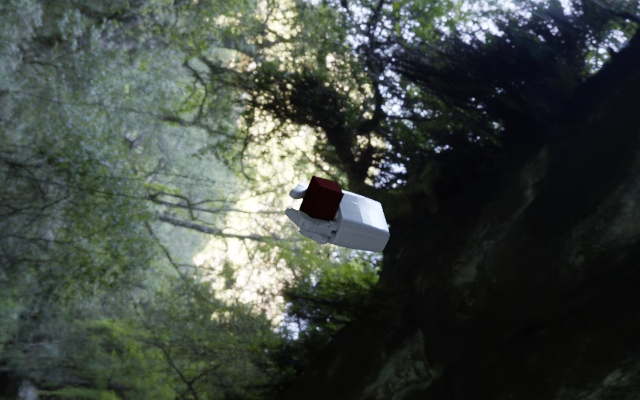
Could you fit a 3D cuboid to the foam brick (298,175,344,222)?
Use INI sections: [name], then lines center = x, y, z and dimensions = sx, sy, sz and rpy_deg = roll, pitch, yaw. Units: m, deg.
[foam brick]
center = 0.000, 0.003, 0.867
dimensions = 0.051, 0.078, 0.053
rpy_deg = 14, 23, -22
